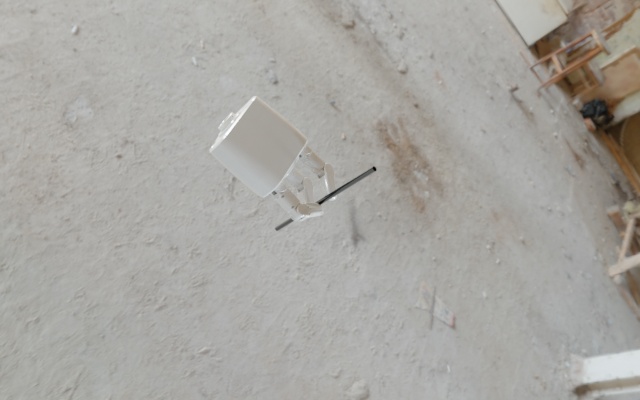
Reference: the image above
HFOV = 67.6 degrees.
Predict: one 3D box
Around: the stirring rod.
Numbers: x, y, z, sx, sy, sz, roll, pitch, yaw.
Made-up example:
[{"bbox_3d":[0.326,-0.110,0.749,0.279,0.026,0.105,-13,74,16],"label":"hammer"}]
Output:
[{"bbox_3d":[0.000,0.003,0.754,0.011,0.011,0.239,0,-23,-44],"label":"stirring rod"}]
